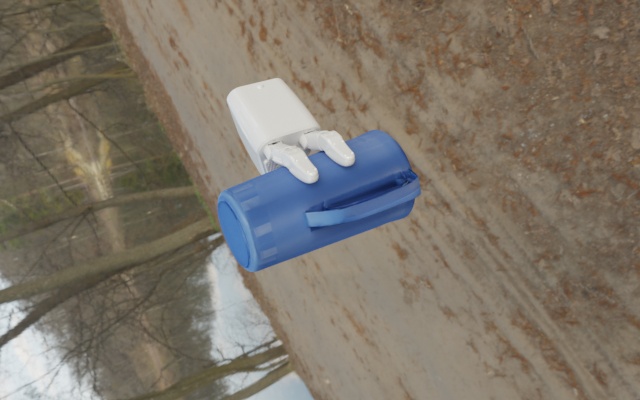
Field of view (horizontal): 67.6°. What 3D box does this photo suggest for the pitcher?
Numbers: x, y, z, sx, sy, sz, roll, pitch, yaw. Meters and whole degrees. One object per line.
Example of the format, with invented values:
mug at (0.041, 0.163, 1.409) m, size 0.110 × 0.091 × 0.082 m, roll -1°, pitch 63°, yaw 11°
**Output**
pitcher at (0.000, 0.002, 0.622) m, size 0.243 × 0.145 × 0.149 m, roll -21°, pitch -27°, yaw -25°
